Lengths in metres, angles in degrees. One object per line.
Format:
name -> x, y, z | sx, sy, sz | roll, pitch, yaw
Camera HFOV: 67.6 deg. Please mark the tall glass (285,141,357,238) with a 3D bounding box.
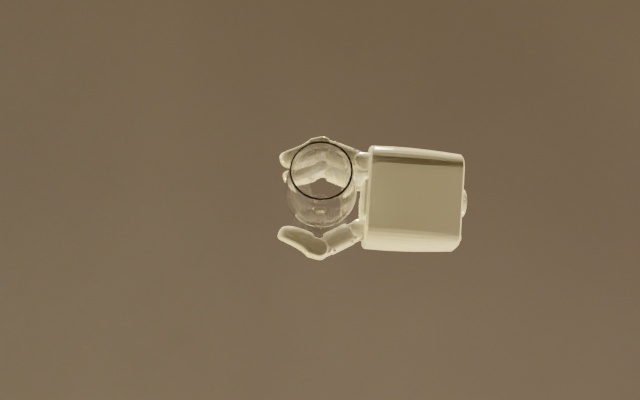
tall glass -> 0.000, 0.002, 0.554 | 0.079, 0.079, 0.201 | 0, -18, 0
